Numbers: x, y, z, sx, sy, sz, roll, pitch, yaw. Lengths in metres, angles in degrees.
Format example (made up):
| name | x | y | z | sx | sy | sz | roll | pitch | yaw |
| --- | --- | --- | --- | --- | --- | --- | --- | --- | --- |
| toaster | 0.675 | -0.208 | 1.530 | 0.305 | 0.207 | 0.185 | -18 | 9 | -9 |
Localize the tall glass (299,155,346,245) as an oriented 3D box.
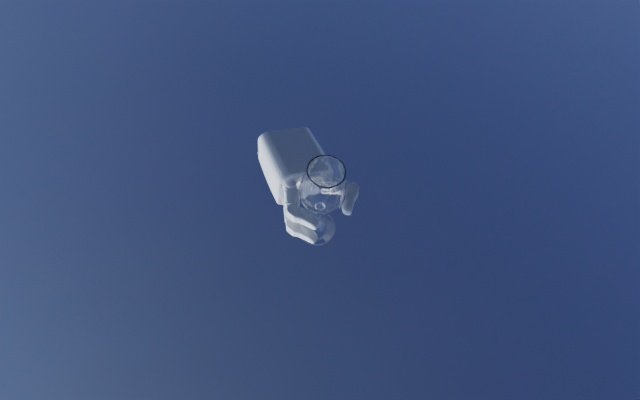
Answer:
| name | x | y | z | sx | sy | sz | roll | pitch | yaw |
| --- | --- | --- | --- | --- | --- | --- | --- | --- | --- |
| tall glass | 0.000 | 0.003 | 0.824 | 0.079 | 0.079 | 0.201 | 0 | -29 | -6 |
